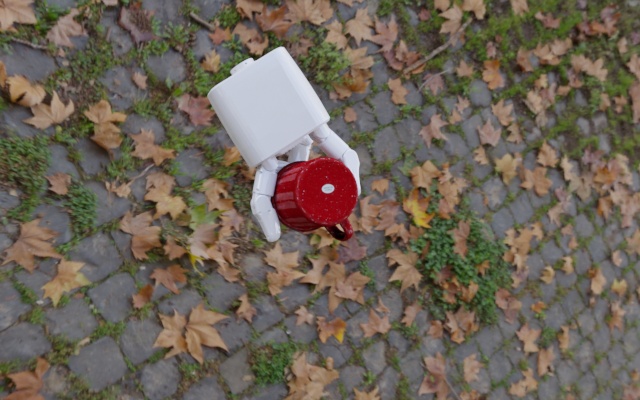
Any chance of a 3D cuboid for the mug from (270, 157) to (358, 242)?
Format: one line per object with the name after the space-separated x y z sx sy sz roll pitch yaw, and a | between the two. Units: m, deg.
0.001 0.003 0.584 0.093 0.117 0.081 -36 10 -20 | mug
